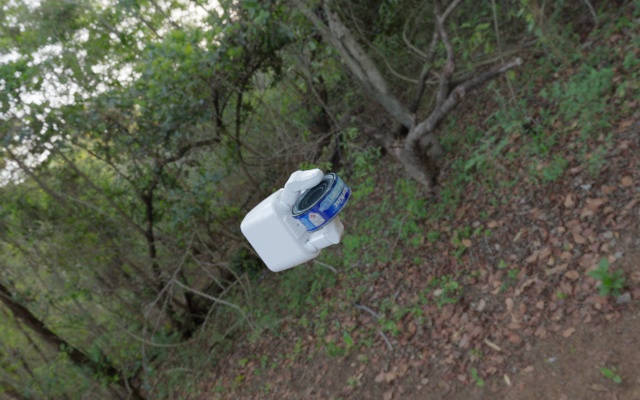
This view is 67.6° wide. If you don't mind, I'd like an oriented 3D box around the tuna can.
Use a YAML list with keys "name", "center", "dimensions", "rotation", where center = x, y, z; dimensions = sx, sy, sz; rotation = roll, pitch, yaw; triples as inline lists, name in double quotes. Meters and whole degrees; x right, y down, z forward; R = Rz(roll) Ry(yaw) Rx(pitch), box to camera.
- name: "tuna can"
  center: [0.000, 0.002, 0.662]
  dimensions: [0.034, 0.086, 0.086]
  rotation: [46, -17, -17]
